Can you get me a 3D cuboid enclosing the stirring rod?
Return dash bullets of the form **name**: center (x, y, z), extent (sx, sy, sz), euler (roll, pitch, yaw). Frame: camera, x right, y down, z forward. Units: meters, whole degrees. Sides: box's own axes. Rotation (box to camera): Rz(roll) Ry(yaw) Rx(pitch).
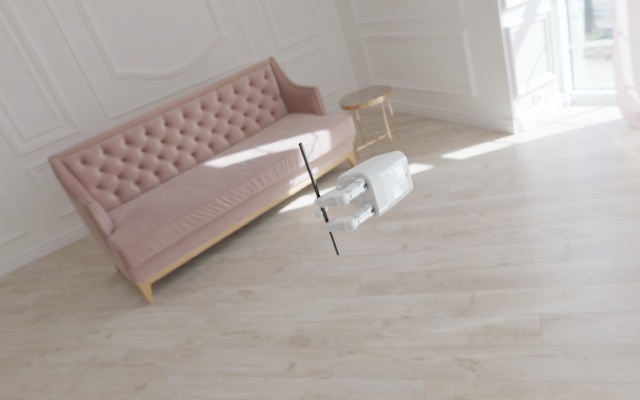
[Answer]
- **stirring rod**: center (0.000, 0.003, 0.886), extent (0.011, 0.240, 0.011), euler (-15, 26, 8)
